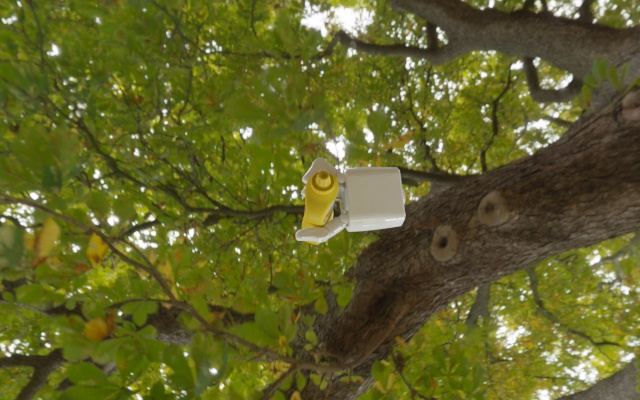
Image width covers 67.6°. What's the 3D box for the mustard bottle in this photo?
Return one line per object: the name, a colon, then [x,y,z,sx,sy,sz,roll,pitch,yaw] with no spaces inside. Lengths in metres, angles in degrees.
mustard bottle: [0.000,0.003,0.877,0.058,0.096,0.192,18,-28,5]
